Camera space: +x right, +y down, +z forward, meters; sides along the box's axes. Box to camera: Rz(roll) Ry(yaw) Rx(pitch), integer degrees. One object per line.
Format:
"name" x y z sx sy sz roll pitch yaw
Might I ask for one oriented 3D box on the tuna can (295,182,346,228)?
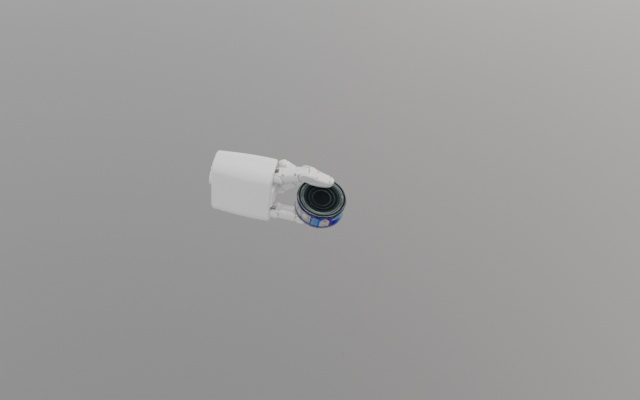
"tuna can" 0.000 0.002 0.813 0.086 0.086 0.034 0 -34 -11
